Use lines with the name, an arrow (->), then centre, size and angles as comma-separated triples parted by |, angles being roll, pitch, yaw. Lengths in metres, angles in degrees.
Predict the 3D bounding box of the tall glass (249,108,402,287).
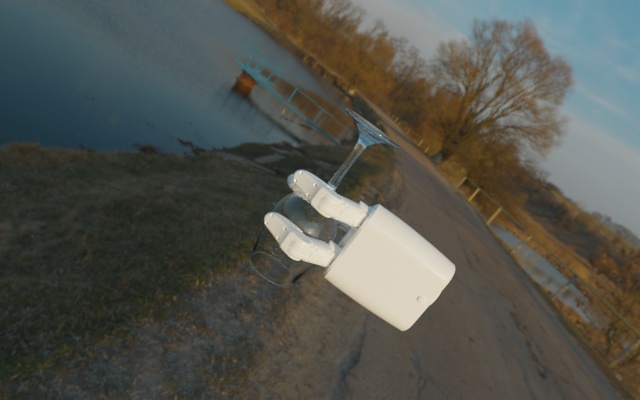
tall glass -> 0.000, 0.001, 0.530 | 0.079, 0.201, 0.079 | 34, 14, -10
